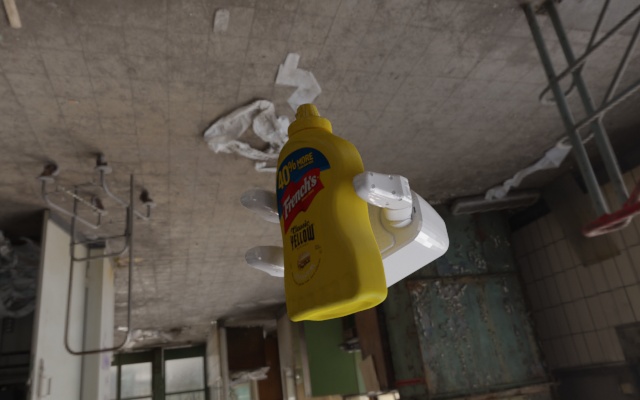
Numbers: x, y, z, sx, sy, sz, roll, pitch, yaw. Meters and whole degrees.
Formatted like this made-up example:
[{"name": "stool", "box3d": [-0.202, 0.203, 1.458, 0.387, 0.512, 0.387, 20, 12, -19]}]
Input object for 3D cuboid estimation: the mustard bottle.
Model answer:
[{"name": "mustard bottle", "box3d": [0.000, 0.002, 0.415, 0.058, 0.191, 0.096, 8, -26, -36]}]
